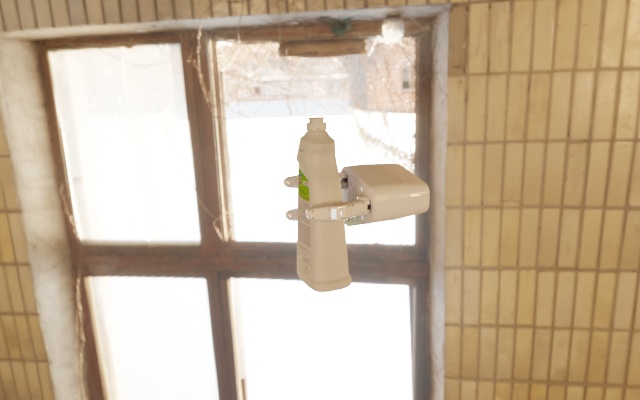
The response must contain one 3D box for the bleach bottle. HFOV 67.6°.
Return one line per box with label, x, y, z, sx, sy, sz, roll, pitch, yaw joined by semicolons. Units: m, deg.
bleach bottle;0.000;0.002;0.719;0.068;0.251;0.102;-7;14;-23
